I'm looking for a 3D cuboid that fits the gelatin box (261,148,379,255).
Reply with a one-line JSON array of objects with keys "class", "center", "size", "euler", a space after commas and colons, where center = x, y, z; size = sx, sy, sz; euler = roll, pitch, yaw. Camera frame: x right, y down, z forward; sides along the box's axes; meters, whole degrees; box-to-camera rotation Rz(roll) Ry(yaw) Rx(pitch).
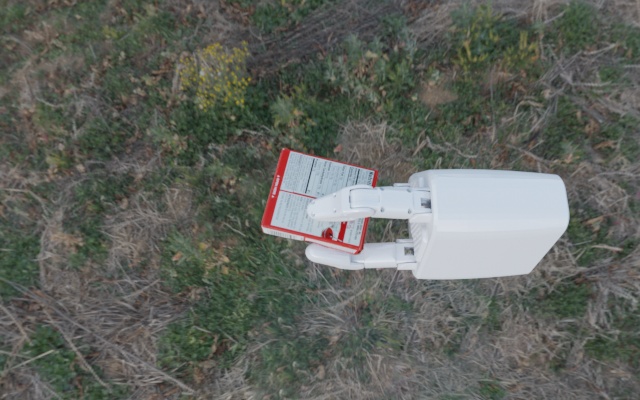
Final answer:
[{"class": "gelatin box", "center": [0.000, 0.001, 0.417], "size": [0.089, 0.073, 0.030], "euler": [13, -15, 0]}]
